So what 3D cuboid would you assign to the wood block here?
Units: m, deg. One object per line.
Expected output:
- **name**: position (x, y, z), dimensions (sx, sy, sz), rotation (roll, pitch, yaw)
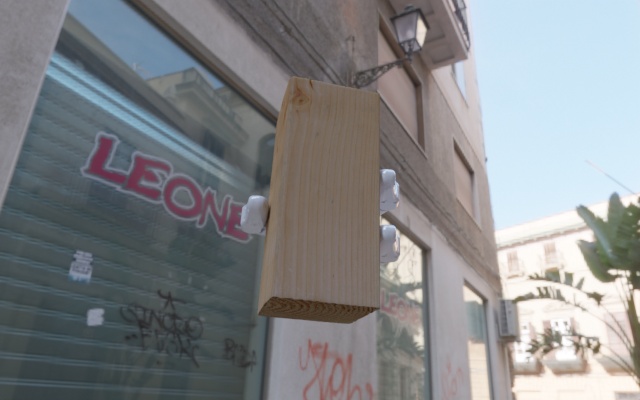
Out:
- **wood block**: position (0.000, 0.001, 0.447), dimensions (0.091, 0.206, 0.090), rotation (8, -24, -12)
